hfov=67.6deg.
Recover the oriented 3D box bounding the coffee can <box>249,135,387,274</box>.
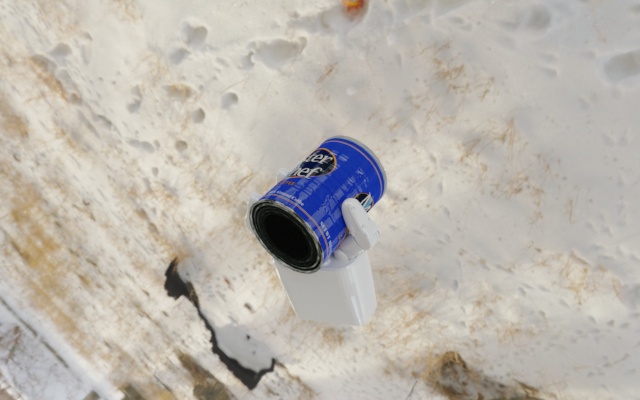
[{"bbox_3d":[0.000,0.002,0.563,0.103,0.103,0.140,0,35,44],"label":"coffee can"}]
